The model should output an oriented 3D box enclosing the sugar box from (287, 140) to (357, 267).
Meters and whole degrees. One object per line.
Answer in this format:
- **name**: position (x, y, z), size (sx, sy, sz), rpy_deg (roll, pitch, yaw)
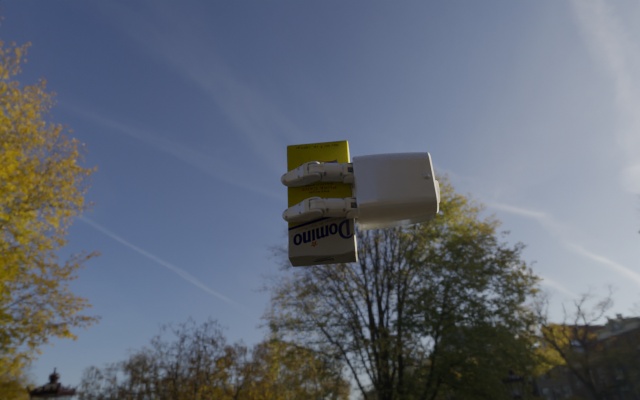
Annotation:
- **sugar box**: position (0.000, 0.002, 0.679), size (0.093, 0.176, 0.048), rpy_deg (-6, -28, 4)
